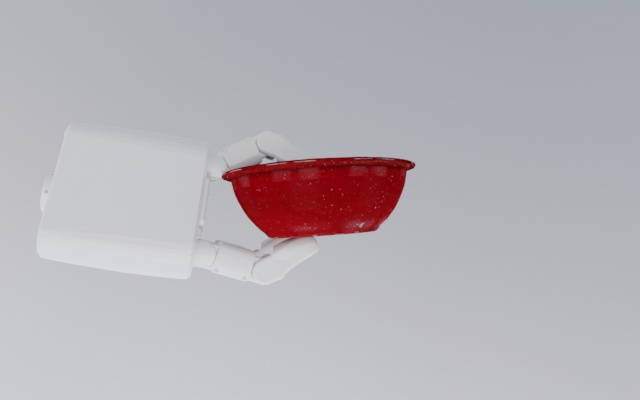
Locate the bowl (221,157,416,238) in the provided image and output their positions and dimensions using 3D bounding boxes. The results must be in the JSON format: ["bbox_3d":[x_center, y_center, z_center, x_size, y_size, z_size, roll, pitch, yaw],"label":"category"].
[{"bbox_3d":[0.001,0.002,0.403,0.162,0.055,0.162,-4,-3,0],"label":"bowl"}]
